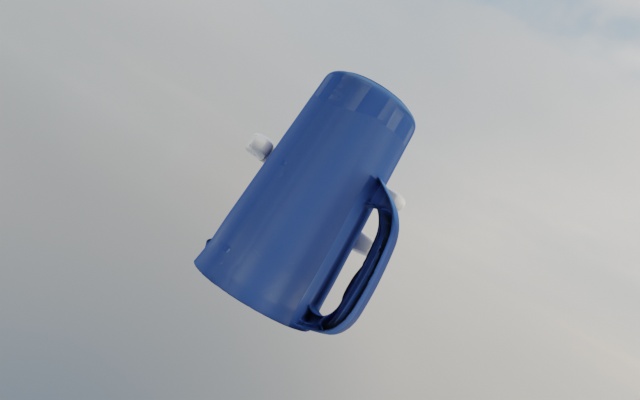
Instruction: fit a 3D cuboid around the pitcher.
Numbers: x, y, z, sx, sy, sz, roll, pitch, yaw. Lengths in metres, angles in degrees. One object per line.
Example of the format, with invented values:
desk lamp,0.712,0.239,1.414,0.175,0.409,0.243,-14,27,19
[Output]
pitcher,0.000,0.002,0.477,0.149,0.243,0.145,32,-4,-10
